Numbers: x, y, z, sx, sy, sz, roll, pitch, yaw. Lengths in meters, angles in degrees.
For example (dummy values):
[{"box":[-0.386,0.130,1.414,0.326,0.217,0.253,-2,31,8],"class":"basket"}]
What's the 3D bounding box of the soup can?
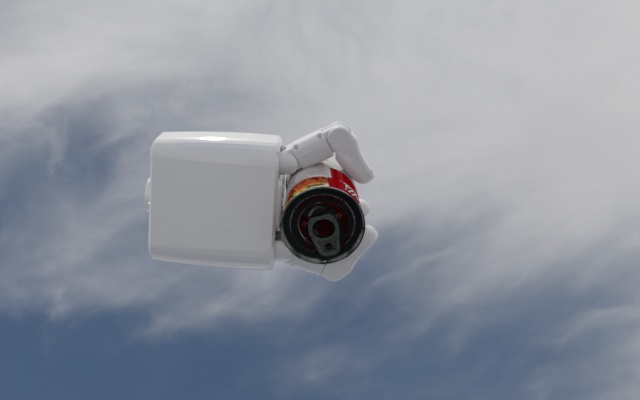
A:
[{"box":[0.001,0.001,0.421,0.068,0.068,0.102,0,23,-2],"class":"soup can"}]
